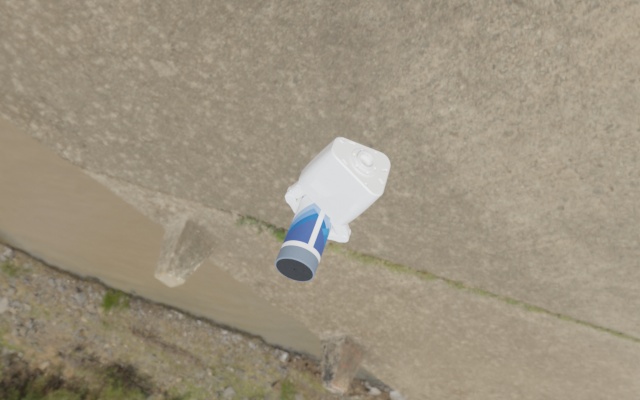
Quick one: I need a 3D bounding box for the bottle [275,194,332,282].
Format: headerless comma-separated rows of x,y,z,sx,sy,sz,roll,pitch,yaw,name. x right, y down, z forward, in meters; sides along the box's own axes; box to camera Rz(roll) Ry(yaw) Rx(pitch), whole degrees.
0.000,0.003,0.847,0.069,0.295,0.069,13,-39,11,bottle
